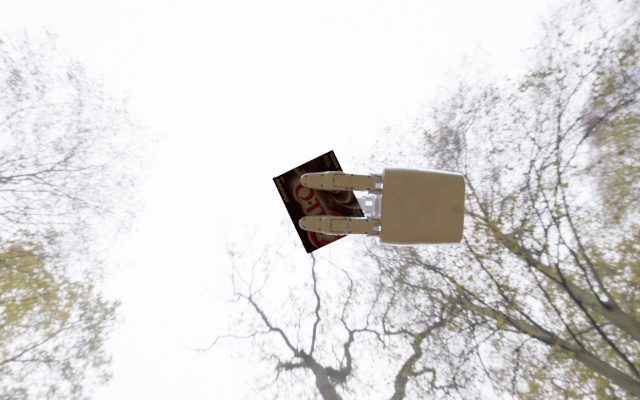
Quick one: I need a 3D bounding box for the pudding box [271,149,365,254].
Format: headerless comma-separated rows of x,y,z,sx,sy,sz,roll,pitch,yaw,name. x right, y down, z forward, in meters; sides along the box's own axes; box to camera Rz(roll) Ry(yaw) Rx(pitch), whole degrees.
0.000,0.002,0.632,0.090,0.113,0.039,-25,-1,2,pudding box
